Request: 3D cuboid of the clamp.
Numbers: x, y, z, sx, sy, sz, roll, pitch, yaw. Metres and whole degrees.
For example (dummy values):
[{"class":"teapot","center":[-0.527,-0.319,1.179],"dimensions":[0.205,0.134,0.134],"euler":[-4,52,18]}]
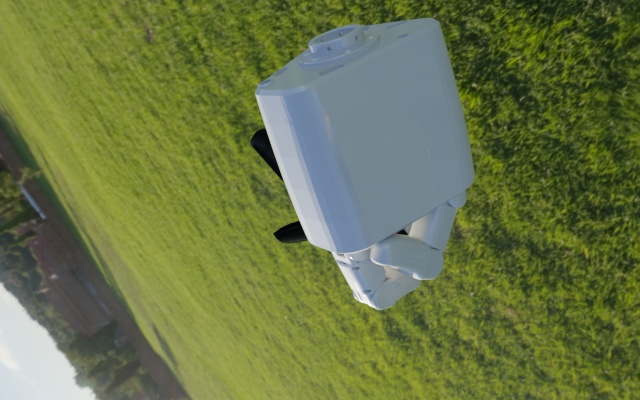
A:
[{"class":"clamp","center":[0.000,0.002,0.400],"dimensions":[0.039,0.120,0.171],"euler":[-39,33,-30]}]
